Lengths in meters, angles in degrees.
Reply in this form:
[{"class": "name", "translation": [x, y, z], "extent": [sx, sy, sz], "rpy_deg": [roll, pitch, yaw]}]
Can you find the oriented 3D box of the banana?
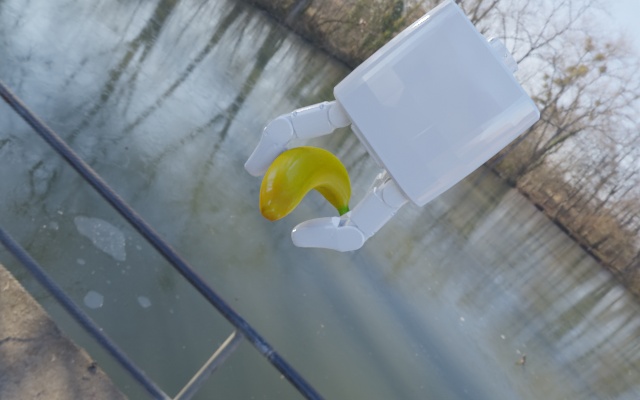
[{"class": "banana", "translation": [-0.005, -0.016, 0.418], "extent": [0.037, 0.069, 0.198], "rpy_deg": [-25, -12, 18]}]
